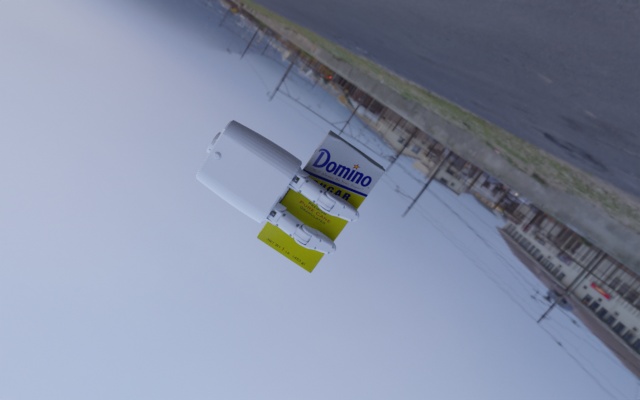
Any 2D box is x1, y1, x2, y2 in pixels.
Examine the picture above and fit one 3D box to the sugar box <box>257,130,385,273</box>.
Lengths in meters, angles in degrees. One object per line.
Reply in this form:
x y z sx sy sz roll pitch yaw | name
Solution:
0.000 0.002 0.654 0.093 0.176 0.048 34 13 -6 | sugar box
